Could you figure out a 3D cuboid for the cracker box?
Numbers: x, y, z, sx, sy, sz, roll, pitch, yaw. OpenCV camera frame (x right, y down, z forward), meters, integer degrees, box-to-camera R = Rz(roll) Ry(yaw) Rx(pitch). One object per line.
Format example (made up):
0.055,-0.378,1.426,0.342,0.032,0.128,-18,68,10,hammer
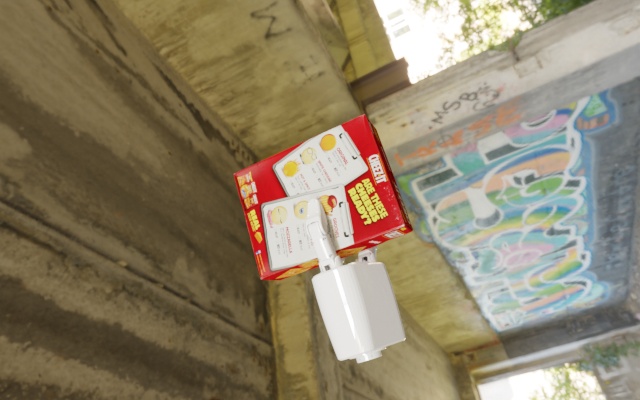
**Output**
0.000,0.002,0.672,0.214,0.164,0.072,-22,-17,17,cracker box
